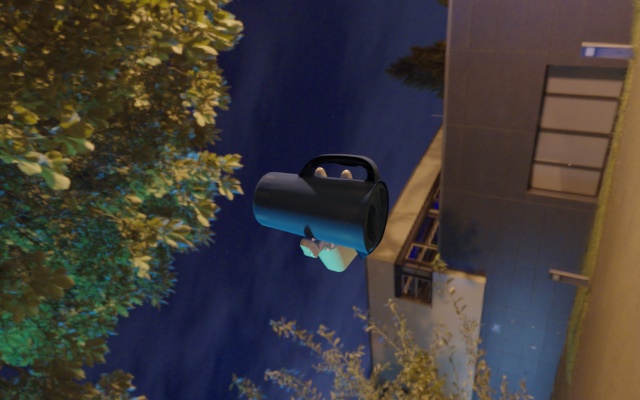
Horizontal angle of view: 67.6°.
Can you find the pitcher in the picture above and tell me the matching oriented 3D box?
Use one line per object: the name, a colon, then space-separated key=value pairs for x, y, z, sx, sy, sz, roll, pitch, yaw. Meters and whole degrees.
pitcher: x=0.000 y=0.003 z=0.900 sx=0.243 sy=0.149 sz=0.145 roll=10 pitch=-30 yaw=24
